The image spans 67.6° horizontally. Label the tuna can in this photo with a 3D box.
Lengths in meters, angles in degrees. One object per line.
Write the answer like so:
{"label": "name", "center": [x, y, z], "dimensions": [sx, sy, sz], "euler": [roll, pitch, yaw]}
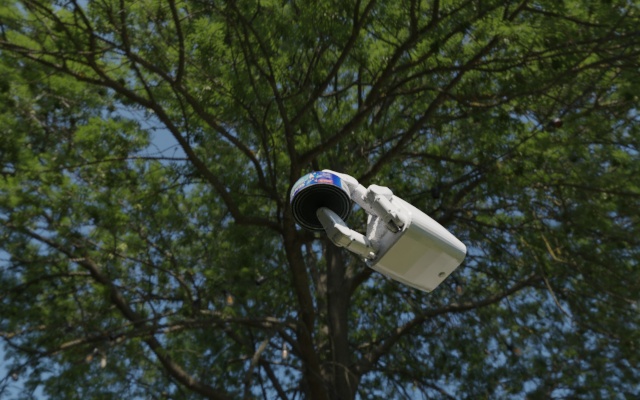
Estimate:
{"label": "tuna can", "center": [0.000, 0.002, 0.666], "dimensions": [0.086, 0.086, 0.033], "euler": [0, 37, -4]}
